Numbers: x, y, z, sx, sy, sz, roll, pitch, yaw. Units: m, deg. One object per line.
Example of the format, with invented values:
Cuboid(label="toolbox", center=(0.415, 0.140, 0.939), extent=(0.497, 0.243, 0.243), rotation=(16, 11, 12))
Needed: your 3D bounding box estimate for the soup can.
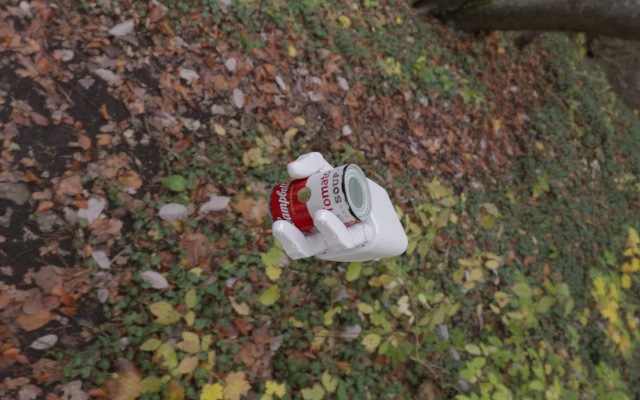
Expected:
Cuboid(label="soup can", center=(0.000, 0.002, 0.551), extent=(0.102, 0.068, 0.068), rotation=(-14, -7, 29))
